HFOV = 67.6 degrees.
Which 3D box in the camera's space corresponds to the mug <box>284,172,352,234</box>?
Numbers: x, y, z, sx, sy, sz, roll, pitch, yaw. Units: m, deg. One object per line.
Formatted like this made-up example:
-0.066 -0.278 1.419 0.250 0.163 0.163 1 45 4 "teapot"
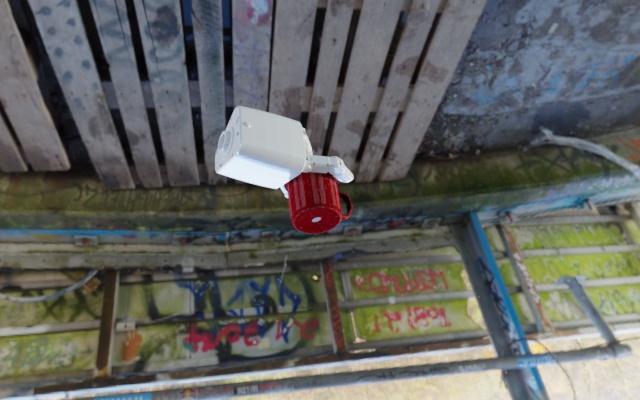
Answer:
0.001 0.003 0.778 0.117 0.081 0.093 13 -40 -28 "mug"
